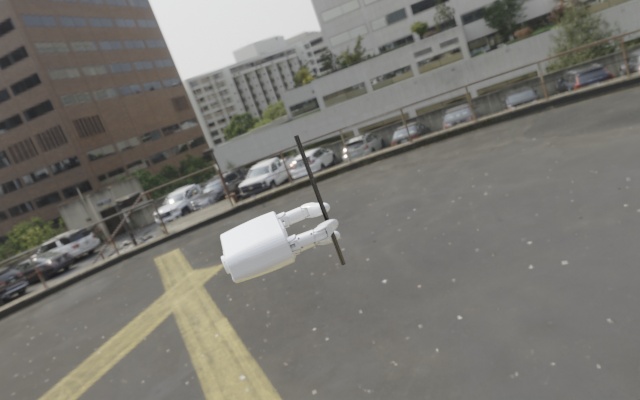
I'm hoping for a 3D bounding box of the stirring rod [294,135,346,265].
[{"bbox_3d":[0.000,0.003,0.820,0.011,0.239,0.011,-19,13,4],"label":"stirring rod"}]
